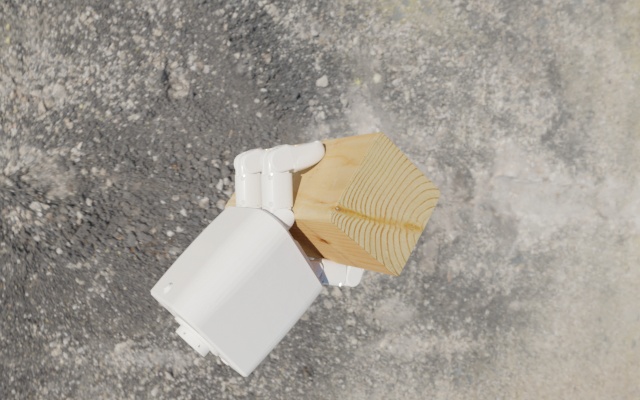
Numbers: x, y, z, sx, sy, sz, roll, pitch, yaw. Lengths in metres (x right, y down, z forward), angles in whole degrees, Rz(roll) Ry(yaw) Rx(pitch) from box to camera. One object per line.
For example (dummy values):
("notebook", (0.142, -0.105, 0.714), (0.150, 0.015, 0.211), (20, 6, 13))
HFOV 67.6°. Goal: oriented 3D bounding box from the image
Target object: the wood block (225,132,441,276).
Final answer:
("wood block", (0.000, 0.002, 0.476), (0.091, 0.090, 0.206), (40, -20, -28))
